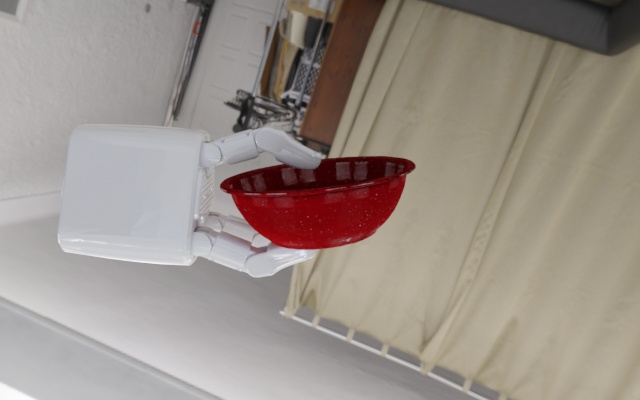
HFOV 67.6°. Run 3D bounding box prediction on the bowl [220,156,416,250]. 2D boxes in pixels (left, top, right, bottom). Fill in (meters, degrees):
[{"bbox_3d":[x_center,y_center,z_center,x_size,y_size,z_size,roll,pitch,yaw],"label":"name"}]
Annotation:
[{"bbox_3d":[0.001,0.002,0.402,0.162,0.055,0.162,-6,12,1],"label":"bowl"}]
